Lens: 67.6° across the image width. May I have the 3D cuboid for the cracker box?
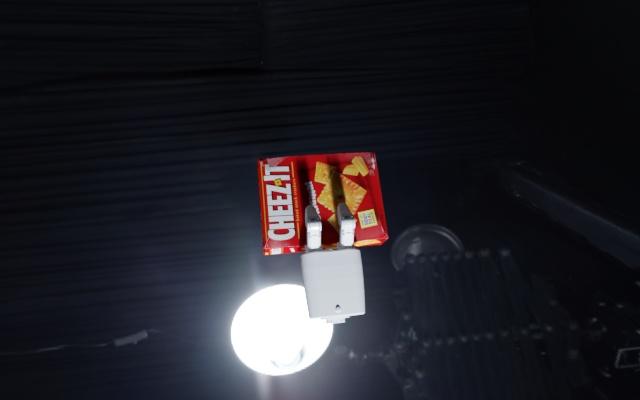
[{"bbox_3d":[0.000,0.003,0.842,0.214,0.164,0.072,-4,-15,-7],"label":"cracker box"}]
